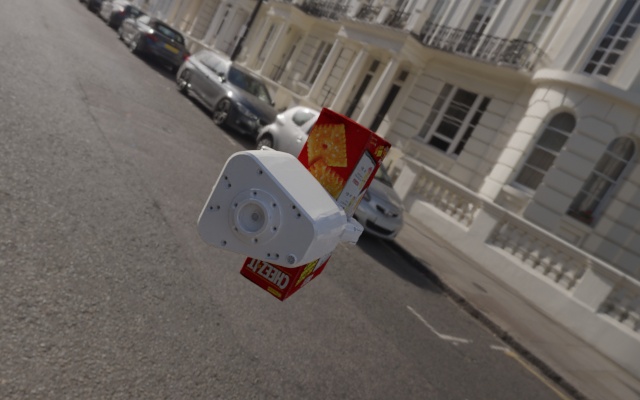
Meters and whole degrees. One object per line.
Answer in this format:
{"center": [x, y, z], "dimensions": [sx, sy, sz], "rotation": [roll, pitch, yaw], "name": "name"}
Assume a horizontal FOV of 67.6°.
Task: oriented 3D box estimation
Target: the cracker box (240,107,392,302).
{"center": [0.000, 0.002, 0.597], "dimensions": [0.072, 0.214, 0.164], "rotation": [31, 10, 12], "name": "cracker box"}
